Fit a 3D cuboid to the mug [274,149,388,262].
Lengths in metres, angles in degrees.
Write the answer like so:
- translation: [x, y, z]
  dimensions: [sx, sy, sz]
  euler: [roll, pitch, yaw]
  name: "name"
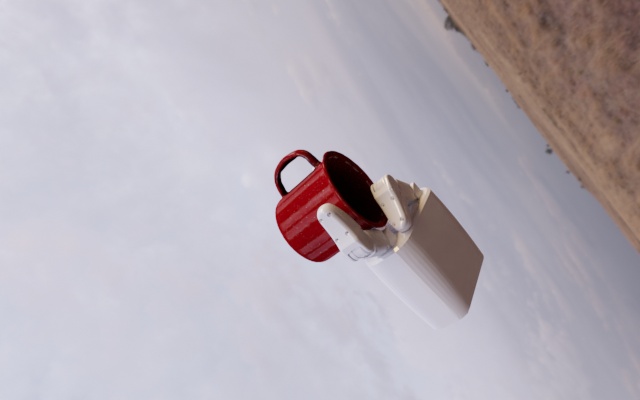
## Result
- translation: [-0.001, 0.001, 0.486]
  dimensions: [0.081, 0.117, 0.093]
  euler: [-39, 10, 26]
  name: "mug"
